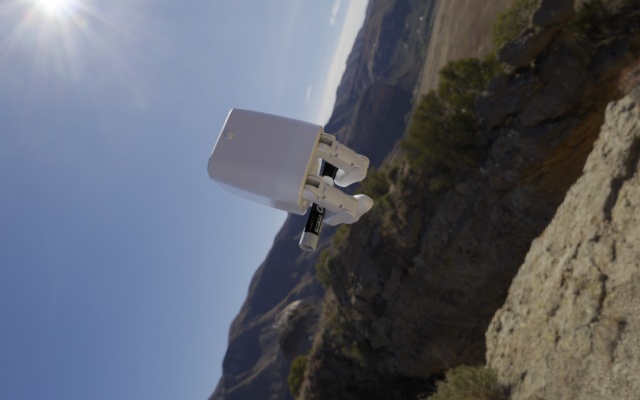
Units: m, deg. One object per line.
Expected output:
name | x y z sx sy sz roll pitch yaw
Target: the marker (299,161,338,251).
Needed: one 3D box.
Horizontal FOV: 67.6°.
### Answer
marker | 0.000 0.002 0.563 0.020 0.121 0.020 13 -27 7
